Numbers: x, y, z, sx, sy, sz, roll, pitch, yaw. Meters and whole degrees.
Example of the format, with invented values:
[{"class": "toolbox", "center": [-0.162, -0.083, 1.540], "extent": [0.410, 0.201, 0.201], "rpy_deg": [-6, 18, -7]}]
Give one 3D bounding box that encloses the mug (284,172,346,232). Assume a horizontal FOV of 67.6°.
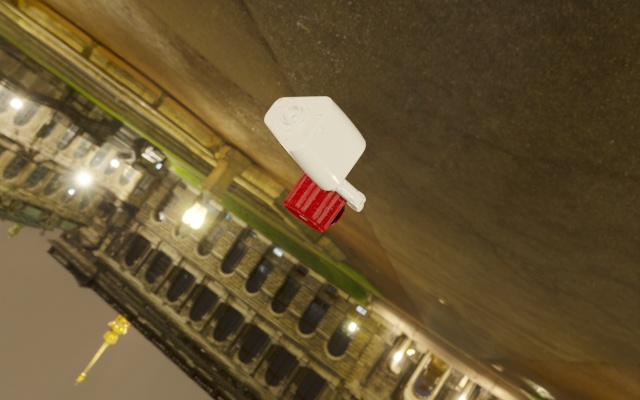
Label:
[{"class": "mug", "center": [0.001, 0.003, 0.780], "extent": [0.093, 0.081, 0.117], "rpy_deg": [28, -11, 41]}]
